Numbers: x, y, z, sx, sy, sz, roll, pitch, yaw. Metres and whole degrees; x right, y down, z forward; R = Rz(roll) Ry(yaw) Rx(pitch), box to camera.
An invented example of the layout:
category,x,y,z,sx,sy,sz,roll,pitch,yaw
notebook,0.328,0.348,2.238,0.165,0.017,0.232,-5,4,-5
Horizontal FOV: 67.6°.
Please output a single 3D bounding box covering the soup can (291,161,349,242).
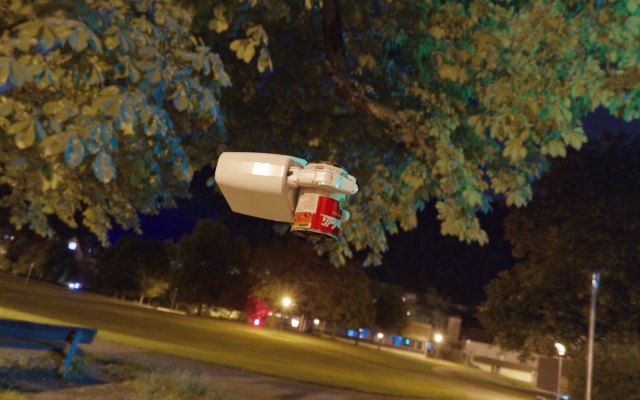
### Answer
category,x,y,z,sx,sy,sz,roll,pitch,yaw
soup can,0.001,0.002,0.690,0.068,0.102,0.068,10,-14,3
